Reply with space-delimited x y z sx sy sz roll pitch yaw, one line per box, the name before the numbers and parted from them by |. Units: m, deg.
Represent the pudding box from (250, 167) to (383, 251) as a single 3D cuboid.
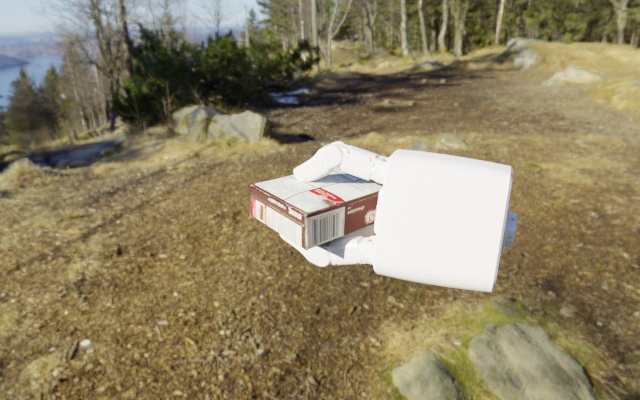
pudding box | 0.000 0.001 0.477 0.113 0.039 0.090 -15 29 -39
